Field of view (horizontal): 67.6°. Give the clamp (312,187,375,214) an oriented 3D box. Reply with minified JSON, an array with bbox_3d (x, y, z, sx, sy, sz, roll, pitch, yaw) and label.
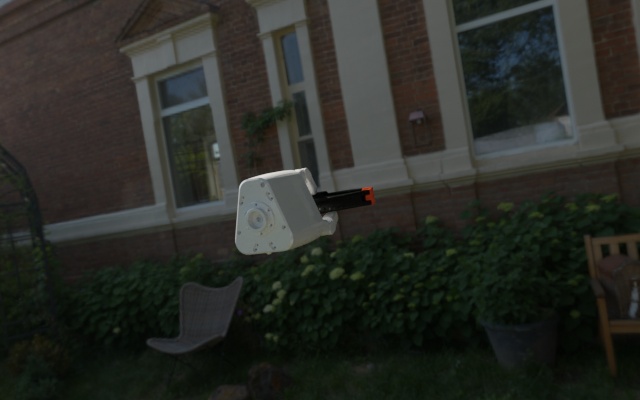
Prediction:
[{"bbox_3d":[0.000,0.002,0.840,0.210,0.036,0.164,-9,6,23],"label":"clamp"}]
